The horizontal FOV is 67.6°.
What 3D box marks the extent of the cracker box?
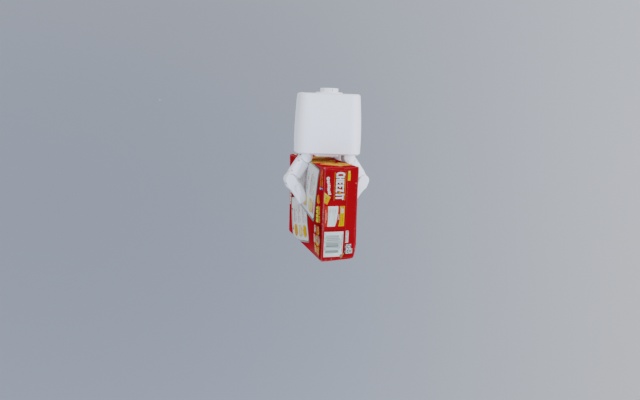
[{"bbox_3d":[0.000,0.003,0.896,0.072,0.164,0.213,-2,12,-18],"label":"cracker box"}]
